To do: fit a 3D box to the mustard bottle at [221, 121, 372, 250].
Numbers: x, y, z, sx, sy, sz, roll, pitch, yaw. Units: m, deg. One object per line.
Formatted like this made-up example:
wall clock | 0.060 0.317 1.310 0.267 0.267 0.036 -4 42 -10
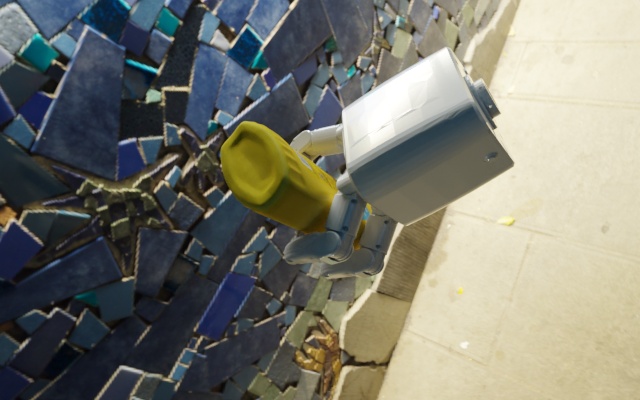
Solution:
mustard bottle | 0.000 0.002 0.441 0.192 0.058 0.096 30 15 -48
